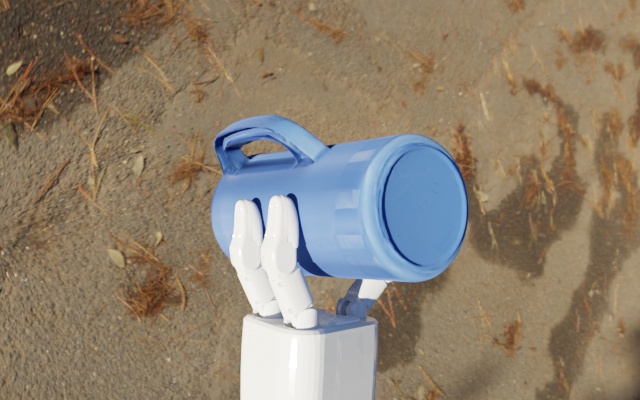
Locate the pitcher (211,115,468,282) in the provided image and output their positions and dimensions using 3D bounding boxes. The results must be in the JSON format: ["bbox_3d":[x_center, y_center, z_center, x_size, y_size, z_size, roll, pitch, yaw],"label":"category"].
[{"bbox_3d":[0.000,0.002,0.432,0.149,0.145,0.243,8,-7,-34],"label":"pitcher"}]
